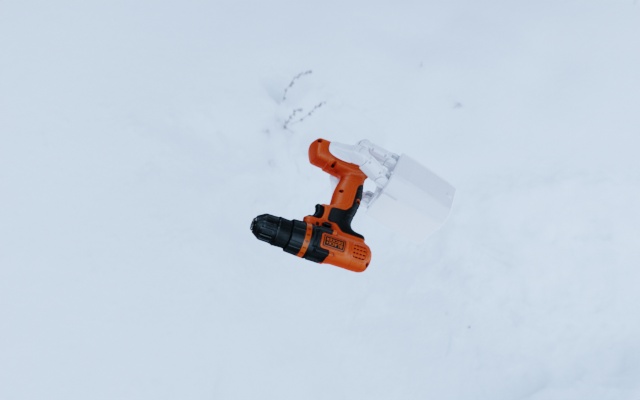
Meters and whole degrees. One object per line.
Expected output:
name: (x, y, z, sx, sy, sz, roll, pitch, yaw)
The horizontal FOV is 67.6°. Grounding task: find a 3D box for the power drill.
power drill: (0.000, 0.002, 0.723, 0.184, 0.187, 0.057, 20, -26, -16)
